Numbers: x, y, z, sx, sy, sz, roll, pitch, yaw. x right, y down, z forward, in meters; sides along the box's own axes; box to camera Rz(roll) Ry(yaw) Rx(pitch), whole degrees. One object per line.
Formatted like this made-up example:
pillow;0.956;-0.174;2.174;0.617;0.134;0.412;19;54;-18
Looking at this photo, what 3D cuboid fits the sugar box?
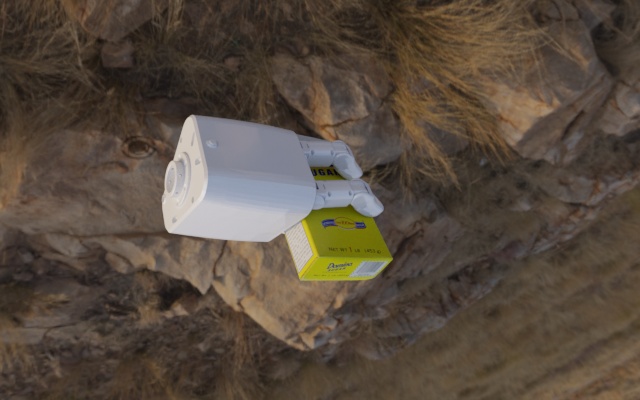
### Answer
sugar box;0.000;0.001;0.512;0.093;0.176;0.048;6;-43;-34
